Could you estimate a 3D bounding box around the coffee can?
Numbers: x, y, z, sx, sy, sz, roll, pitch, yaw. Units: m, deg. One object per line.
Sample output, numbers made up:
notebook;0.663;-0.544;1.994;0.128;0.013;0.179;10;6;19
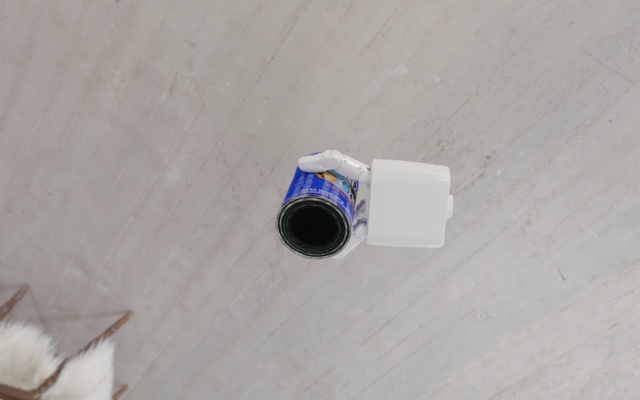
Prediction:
coffee can;0.000;0.002;0.690;0.103;0.103;0.140;0;31;10
